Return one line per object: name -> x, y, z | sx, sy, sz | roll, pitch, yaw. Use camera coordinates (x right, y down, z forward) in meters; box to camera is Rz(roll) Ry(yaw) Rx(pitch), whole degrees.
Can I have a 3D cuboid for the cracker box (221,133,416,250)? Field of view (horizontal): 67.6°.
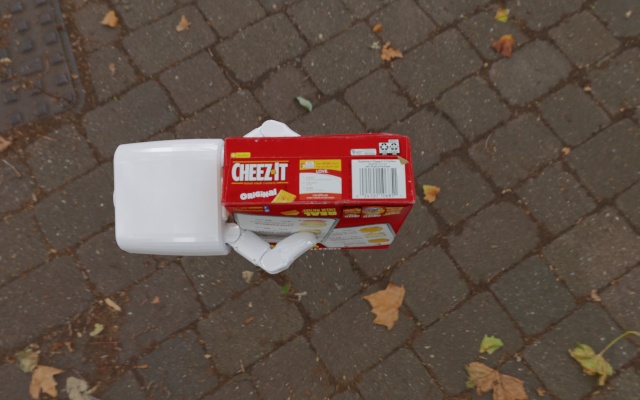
cracker box -> 0.000, 0.002, 0.503 | 0.164, 0.072, 0.214 | -1, -16, 1
